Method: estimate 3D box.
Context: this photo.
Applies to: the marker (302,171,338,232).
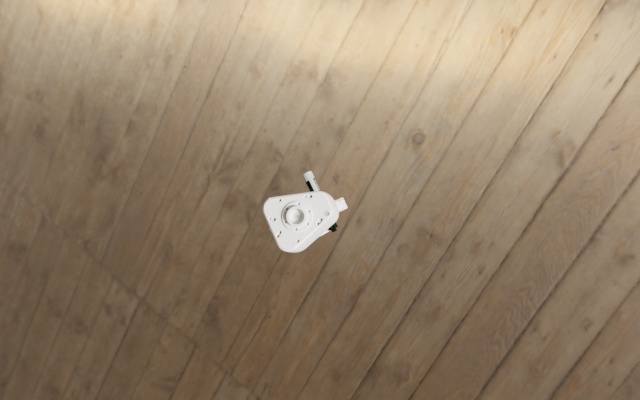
[{"bbox_3d":[0.000,0.003,0.885,0.020,0.121,0.020,-25,-6,-3],"label":"marker"}]
